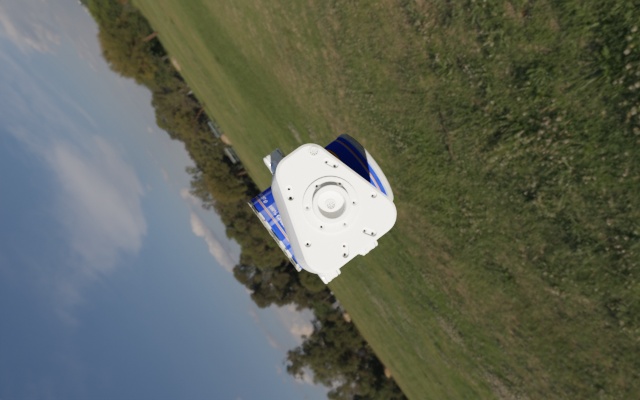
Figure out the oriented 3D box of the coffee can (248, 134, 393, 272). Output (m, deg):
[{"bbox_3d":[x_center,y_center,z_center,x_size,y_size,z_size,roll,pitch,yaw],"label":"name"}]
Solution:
[{"bbox_3d":[0.000,0.002,0.570,0.140,0.103,0.103,-36,5,-7],"label":"coffee can"}]
